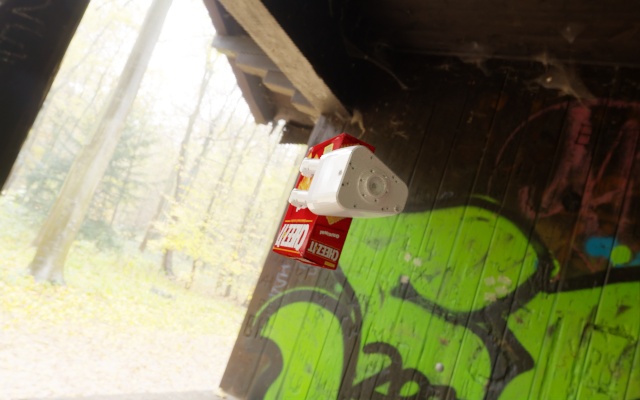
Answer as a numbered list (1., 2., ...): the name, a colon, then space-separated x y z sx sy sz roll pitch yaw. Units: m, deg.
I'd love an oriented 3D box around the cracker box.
1. cracker box: 0.000 0.003 0.830 0.072 0.213 0.164 23 -11 -19
